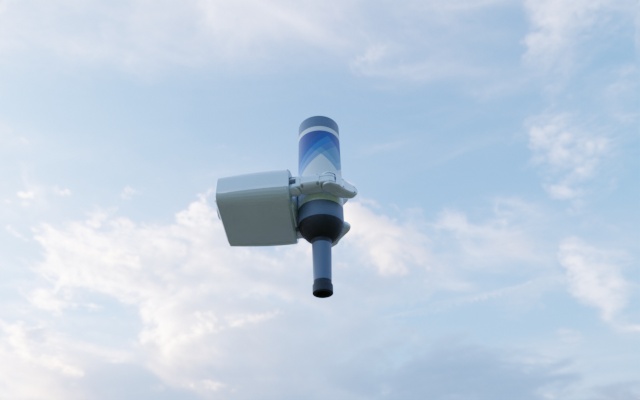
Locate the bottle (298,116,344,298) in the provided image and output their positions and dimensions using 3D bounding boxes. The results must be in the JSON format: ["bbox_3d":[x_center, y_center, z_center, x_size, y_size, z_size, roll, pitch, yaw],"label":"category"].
[{"bbox_3d":[0.000,0.002,0.704,0.069,0.295,0.069,-1,-36,-1],"label":"bottle"}]
